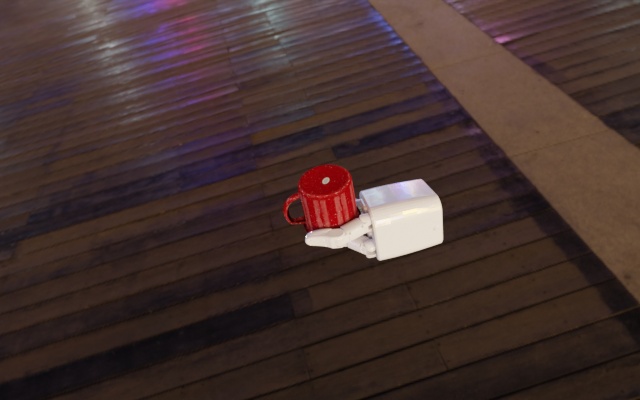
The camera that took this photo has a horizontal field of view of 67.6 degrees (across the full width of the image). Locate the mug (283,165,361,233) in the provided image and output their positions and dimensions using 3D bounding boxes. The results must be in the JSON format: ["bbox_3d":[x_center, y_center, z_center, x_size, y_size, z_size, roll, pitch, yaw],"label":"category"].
[{"bbox_3d":[-0.001,0.003,0.726,0.117,0.082,0.093,-14,40,-2],"label":"mug"}]
